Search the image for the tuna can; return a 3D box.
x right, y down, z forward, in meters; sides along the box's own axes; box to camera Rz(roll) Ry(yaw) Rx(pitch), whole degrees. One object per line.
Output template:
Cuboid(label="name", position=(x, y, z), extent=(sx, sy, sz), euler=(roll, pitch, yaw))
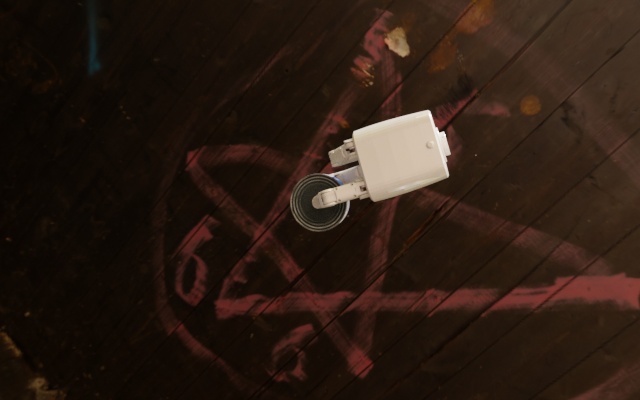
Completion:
Cuboid(label="tuna can", position=(0.000, 0.002, 0.717), extent=(0.086, 0.086, 0.034), euler=(0, 4, 13))
